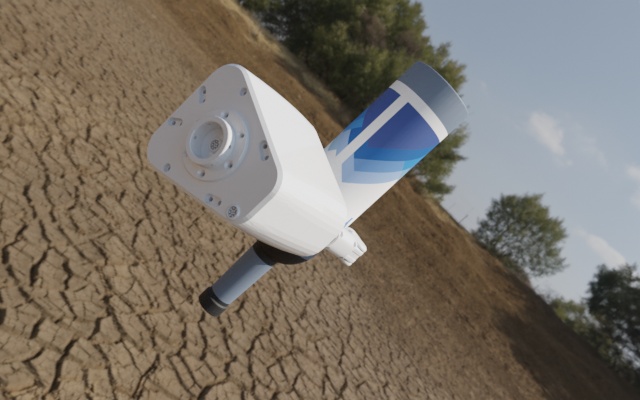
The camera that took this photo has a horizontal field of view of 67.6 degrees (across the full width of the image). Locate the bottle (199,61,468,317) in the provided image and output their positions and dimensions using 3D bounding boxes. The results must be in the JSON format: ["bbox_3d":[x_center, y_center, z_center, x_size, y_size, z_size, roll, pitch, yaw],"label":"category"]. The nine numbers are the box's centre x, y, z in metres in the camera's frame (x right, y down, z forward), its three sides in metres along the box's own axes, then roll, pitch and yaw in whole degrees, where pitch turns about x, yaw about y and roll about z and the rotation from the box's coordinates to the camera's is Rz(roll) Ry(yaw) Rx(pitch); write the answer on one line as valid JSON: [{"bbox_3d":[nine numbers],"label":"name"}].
[{"bbox_3d":[0.000,0.001,0.439,0.296,0.069,0.069,-43,-7,7],"label":"bottle"}]
